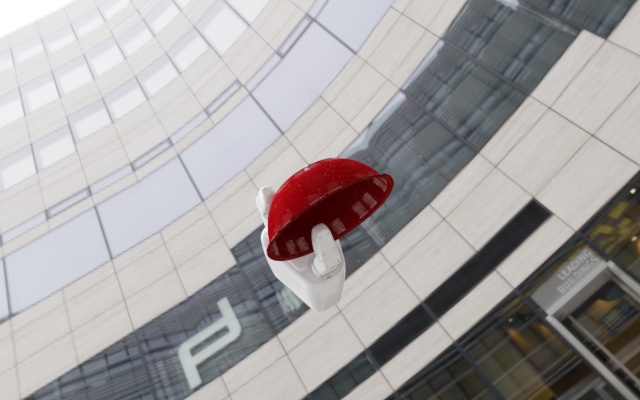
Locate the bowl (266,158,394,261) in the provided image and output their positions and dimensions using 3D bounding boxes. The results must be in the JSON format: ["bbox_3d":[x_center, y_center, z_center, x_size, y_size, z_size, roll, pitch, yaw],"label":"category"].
[{"bbox_3d":[0.000,0.001,0.534,0.162,0.055,0.162,-28,-20,-11],"label":"bowl"}]
